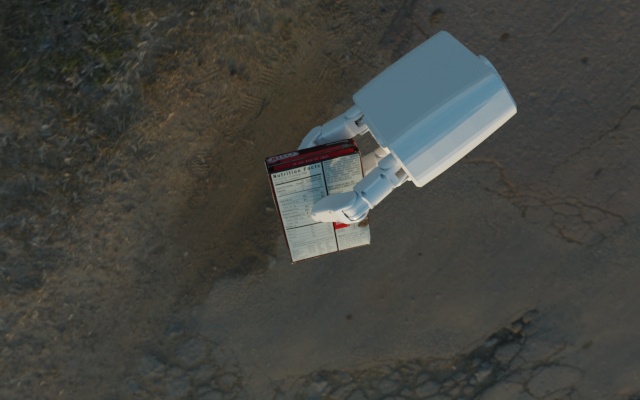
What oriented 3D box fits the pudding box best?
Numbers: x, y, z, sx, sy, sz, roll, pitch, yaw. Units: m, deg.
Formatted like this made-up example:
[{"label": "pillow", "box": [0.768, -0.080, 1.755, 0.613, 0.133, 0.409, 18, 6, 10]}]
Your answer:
[{"label": "pudding box", "box": [0.000, 0.002, 0.477, 0.090, 0.114, 0.039, -13, 30, -3]}]
